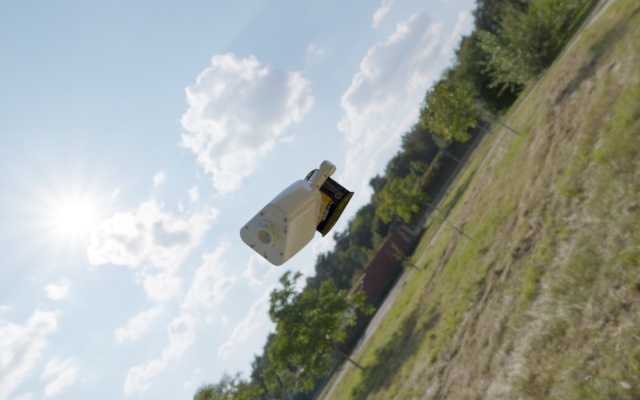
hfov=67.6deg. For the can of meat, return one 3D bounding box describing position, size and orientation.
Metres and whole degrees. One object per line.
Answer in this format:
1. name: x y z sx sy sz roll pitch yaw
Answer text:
1. can of meat: 0.000 0.003 0.871 0.084 0.102 0.057 36 37 9
